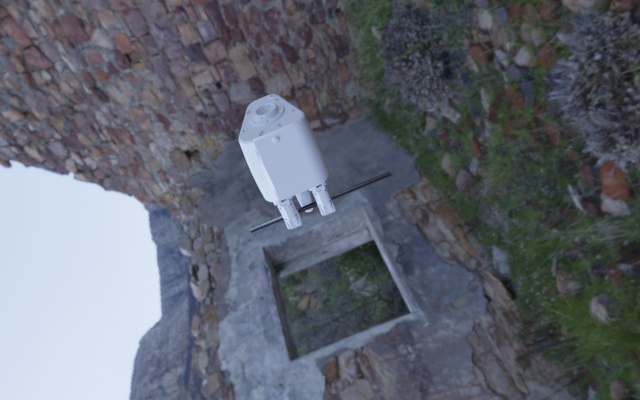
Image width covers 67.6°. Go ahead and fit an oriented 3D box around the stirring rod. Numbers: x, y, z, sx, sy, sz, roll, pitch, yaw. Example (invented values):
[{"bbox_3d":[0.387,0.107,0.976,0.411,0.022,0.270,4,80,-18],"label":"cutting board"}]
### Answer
[{"bbox_3d":[0.000,0.002,0.757,0.239,0.011,0.011,-22,0,0],"label":"stirring rod"}]
